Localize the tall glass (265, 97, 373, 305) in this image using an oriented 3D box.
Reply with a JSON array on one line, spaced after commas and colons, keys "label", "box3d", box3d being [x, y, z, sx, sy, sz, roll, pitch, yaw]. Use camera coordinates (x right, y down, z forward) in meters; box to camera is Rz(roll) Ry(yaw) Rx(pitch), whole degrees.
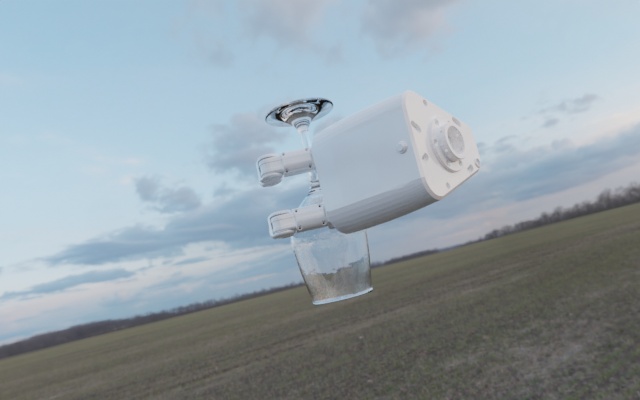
[{"label": "tall glass", "box3d": [0.000, 0.001, 0.492, 0.079, 0.201, 0.079, -13, -9, -2]}]
